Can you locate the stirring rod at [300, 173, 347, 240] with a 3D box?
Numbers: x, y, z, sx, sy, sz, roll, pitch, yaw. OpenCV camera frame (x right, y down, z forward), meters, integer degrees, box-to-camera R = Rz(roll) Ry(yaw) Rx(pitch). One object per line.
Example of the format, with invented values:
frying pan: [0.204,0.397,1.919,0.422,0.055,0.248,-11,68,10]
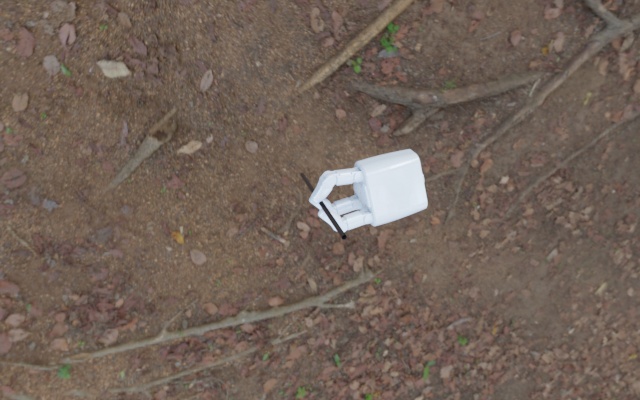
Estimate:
stirring rod: [0.000,0.003,0.824,0.011,0.011,0.239,0,26,-19]
